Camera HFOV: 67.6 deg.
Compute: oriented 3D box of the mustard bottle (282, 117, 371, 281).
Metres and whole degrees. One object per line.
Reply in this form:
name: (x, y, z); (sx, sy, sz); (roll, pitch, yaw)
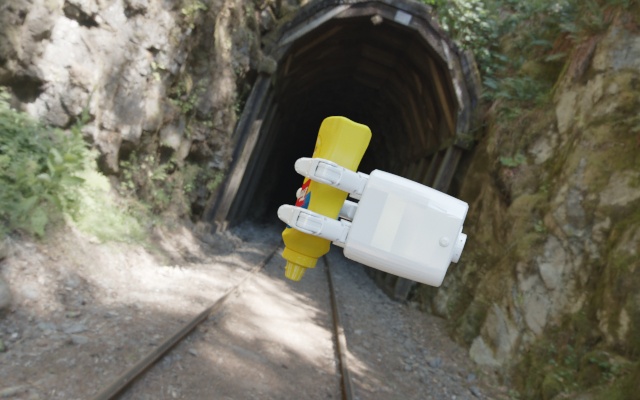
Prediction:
mustard bottle: (0.000, 0.001, 0.559); (0.058, 0.191, 0.096); (20, -1, -11)
